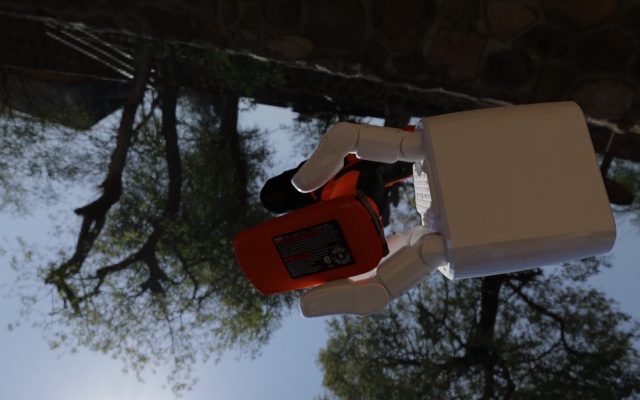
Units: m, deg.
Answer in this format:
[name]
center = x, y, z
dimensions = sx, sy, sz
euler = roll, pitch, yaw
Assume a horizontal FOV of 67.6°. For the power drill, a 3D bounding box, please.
[power drill]
center = 0.000, 0.001, 0.407
dimensions = 0.184, 0.057, 0.187
euler = -19, 18, 25
